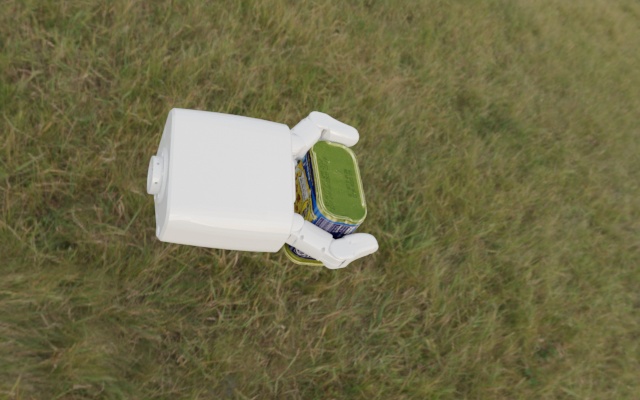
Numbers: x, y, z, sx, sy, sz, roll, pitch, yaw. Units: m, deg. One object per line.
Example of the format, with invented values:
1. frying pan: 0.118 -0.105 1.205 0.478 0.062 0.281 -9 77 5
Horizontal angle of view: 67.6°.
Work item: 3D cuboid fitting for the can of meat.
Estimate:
1. can of meat: 0.000 0.001 0.485 0.057 0.102 0.084 9 -38 -25
